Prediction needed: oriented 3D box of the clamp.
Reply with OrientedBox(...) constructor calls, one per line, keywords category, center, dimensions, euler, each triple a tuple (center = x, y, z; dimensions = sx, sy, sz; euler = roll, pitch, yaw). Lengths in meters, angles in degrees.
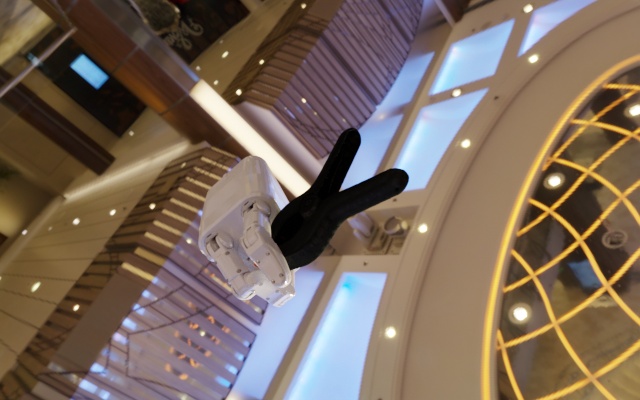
OrientedBox(category="clamp", center=(0.000, 0.002, 0.473), dimensions=(0.039, 0.171, 0.120), euler=(44, 15, -29))
